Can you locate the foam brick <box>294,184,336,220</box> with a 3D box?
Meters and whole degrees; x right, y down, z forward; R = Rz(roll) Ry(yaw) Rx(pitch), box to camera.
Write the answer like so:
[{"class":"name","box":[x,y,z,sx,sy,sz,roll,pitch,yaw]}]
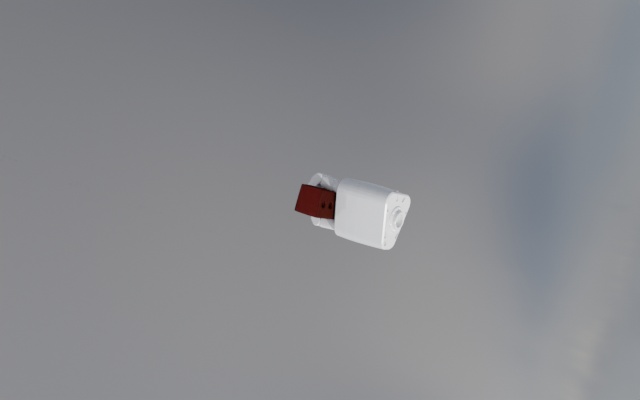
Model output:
[{"class":"foam brick","box":[0.000,0.003,0.886,0.051,0.053,0.078,18,7,36]}]
